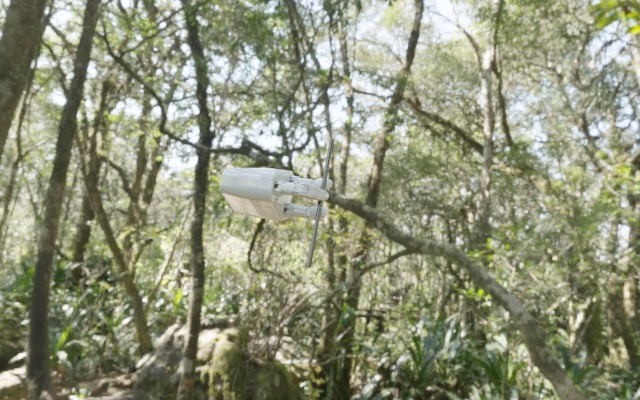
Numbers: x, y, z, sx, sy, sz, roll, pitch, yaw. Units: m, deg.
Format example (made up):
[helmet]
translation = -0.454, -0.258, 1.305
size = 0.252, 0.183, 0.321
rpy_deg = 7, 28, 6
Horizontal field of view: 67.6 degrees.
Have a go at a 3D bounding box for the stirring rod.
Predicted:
[stirring rod]
translation = 0.000, 0.003, 0.864
size = 0.011, 0.239, 0.011
rpy_deg = 10, -10, 2
